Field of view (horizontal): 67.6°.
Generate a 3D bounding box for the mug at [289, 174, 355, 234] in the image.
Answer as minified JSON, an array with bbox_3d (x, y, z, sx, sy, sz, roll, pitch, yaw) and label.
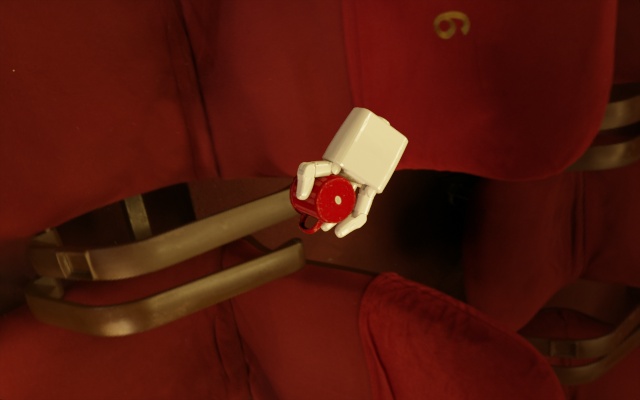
[{"bbox_3d":[-0.001,0.004,0.820,0.093,0.117,0.081,33,-6,-35],"label":"mug"}]
